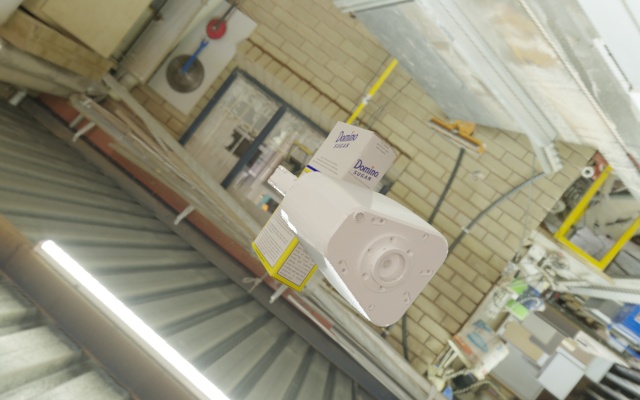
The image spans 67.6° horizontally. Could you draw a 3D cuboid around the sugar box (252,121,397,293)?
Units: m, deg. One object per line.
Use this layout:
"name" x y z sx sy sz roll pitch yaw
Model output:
"sugar box" 0.000 0.002 0.516 0.048 0.176 0.093 38 0 -27
